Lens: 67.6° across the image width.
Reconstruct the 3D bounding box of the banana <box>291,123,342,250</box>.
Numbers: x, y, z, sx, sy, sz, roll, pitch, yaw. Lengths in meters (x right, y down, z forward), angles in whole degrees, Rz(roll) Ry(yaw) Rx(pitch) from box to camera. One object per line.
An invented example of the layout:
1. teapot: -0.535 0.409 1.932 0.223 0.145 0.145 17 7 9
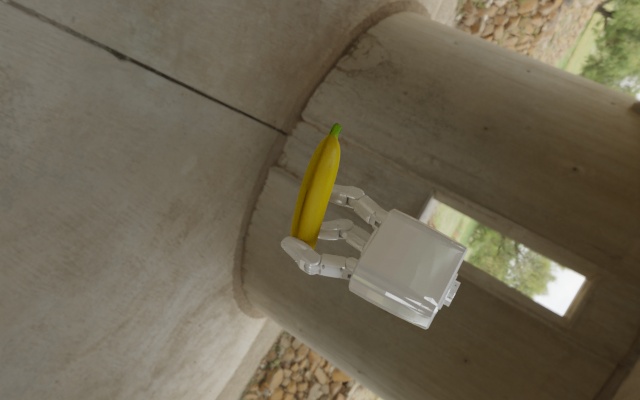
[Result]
1. banana: -0.006 0.003 0.606 0.037 0.198 0.069 24 22 16
